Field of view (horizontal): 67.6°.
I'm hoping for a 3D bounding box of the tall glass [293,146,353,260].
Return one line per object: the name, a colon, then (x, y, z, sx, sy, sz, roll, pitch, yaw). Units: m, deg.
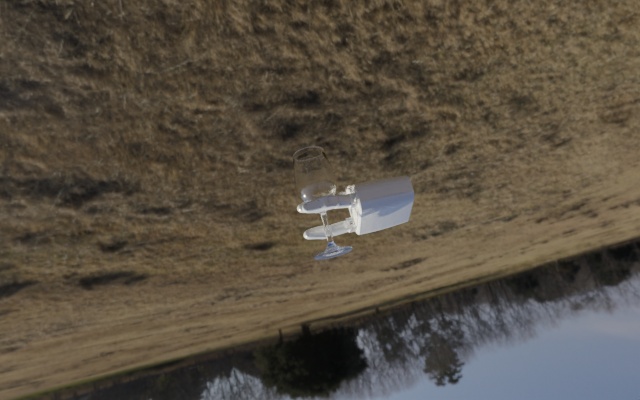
tall glass: (0.000, 0.004, 0.884, 0.079, 0.201, 0.079, -13, -16, -4)
